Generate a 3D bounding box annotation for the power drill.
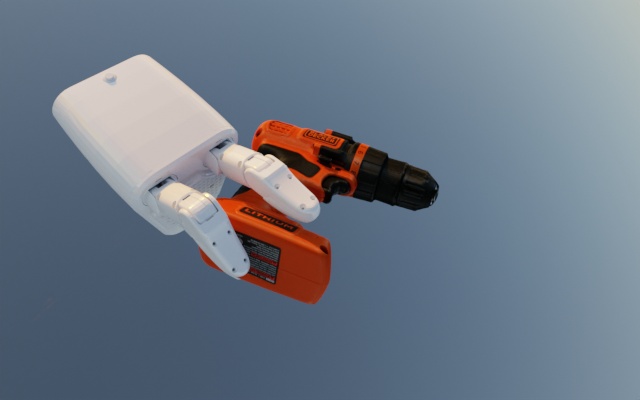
[{"bbox_3d":[0.000,0.001,0.405,0.184,0.057,0.187,17,33,12],"label":"power drill"}]
